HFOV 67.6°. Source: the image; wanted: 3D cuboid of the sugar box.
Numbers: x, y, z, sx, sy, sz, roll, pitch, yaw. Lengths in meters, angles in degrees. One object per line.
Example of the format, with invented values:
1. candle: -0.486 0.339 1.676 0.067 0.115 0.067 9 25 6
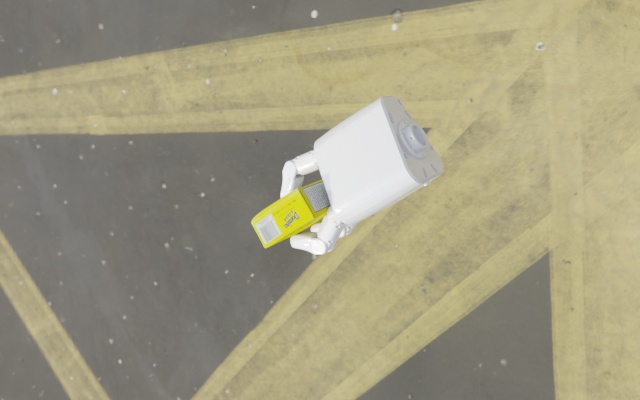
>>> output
1. sugar box: 0.000 0.003 0.626 0.093 0.048 0.176 -32 -7 36
